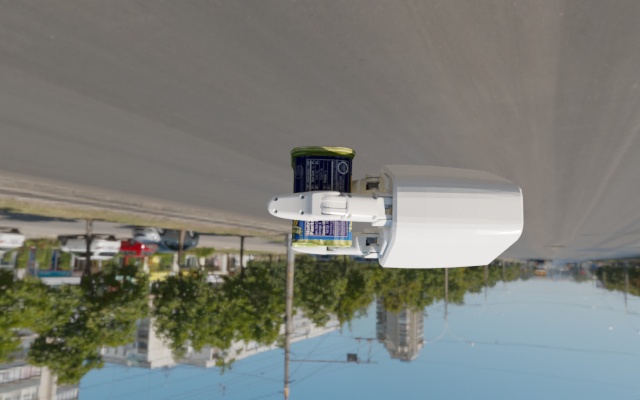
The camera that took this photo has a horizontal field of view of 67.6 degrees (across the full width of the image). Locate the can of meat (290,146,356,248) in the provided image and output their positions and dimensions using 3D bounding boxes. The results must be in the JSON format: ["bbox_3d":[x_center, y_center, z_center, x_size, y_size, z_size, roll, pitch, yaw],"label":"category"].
[{"bbox_3d":[0.000,0.002,0.445,0.057,0.084,0.102,1,-6,-3],"label":"can of meat"}]
